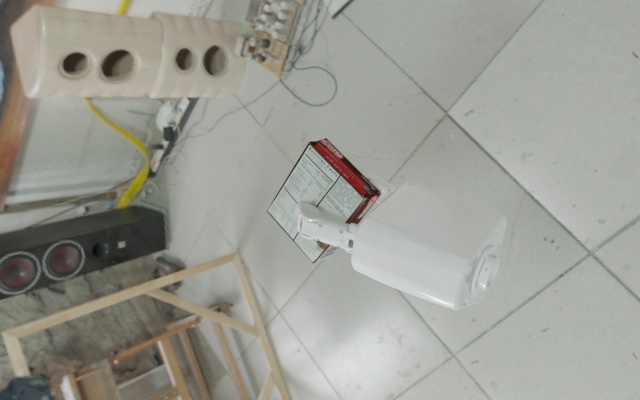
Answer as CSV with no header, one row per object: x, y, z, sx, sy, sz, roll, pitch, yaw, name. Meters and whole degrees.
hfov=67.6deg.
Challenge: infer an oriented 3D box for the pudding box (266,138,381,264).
0.000,0.002,0.531,0.039,0.090,0.113,-17,-30,-53,pudding box
